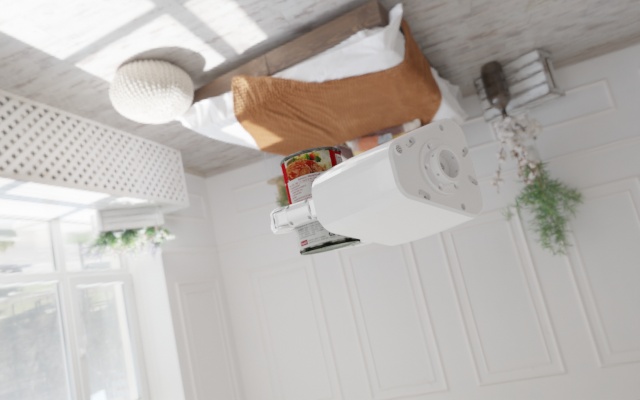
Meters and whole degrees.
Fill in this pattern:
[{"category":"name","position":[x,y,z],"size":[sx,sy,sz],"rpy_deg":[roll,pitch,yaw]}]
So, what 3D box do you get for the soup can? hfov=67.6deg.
[{"category":"soup can","position":[0.000,0.002,0.511],"size":[0.068,0.102,0.068],"rpy_deg":[-12,-10,-2]}]
